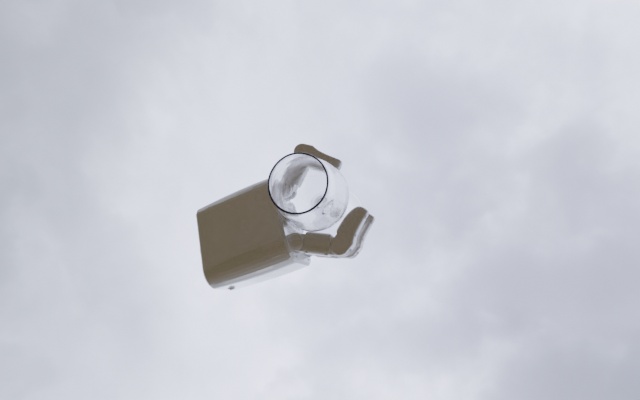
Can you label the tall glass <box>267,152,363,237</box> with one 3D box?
[{"bbox_3d":[0.000,0.002,0.554,0.079,0.079,0.201,0,-11,13],"label":"tall glass"}]
